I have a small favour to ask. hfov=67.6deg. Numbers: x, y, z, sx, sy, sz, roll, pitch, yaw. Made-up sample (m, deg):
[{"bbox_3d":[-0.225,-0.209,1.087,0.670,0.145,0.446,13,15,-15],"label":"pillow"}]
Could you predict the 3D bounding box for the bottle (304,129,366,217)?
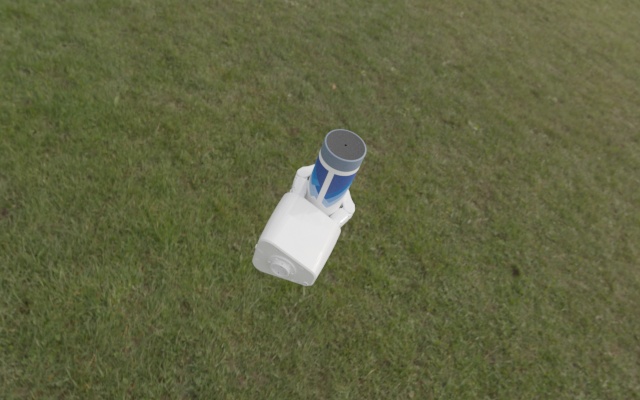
[{"bbox_3d":[0.000,0.003,0.834,0.069,0.069,0.296,0,-36,-19],"label":"bottle"}]
